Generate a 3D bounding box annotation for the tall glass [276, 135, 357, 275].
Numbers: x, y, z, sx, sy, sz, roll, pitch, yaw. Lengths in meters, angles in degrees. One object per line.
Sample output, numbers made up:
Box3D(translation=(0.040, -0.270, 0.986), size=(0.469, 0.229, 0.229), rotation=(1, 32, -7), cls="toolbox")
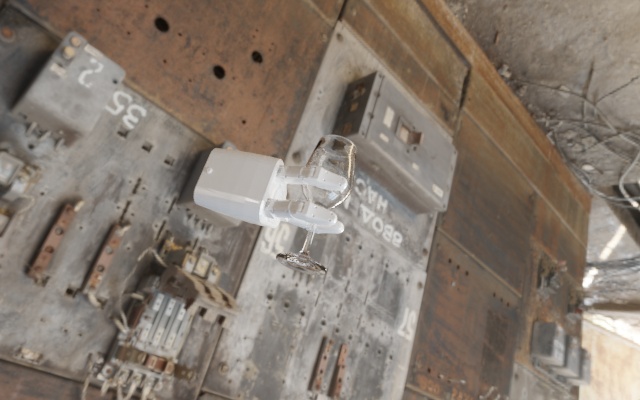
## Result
Box3D(translation=(0.000, 0.003, 0.700), size=(0.079, 0.201, 0.079), rotation=(15, -24, 7), cls="tall glass")
